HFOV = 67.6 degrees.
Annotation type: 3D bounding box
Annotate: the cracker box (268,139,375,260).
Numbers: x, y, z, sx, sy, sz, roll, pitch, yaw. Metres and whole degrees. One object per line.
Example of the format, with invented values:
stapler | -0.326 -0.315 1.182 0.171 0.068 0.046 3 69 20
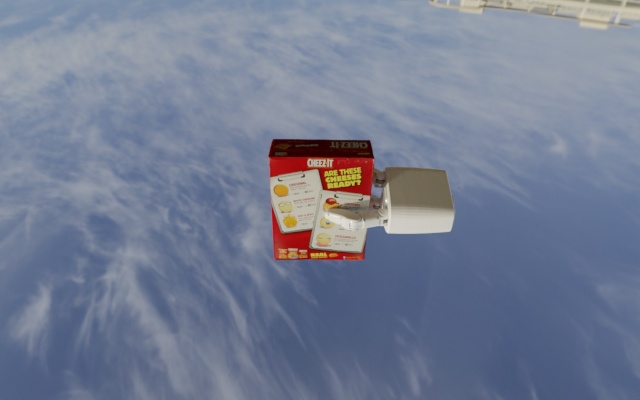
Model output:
cracker box | 0.000 0.003 0.811 0.164 0.214 0.072 0 36 -1
